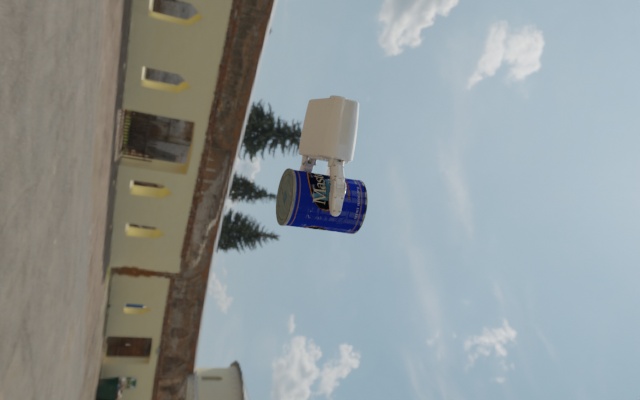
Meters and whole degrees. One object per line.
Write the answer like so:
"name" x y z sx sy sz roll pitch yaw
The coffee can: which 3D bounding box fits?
"coffee can" 0.000 0.003 0.866 0.140 0.103 0.103 8 -3 -20
